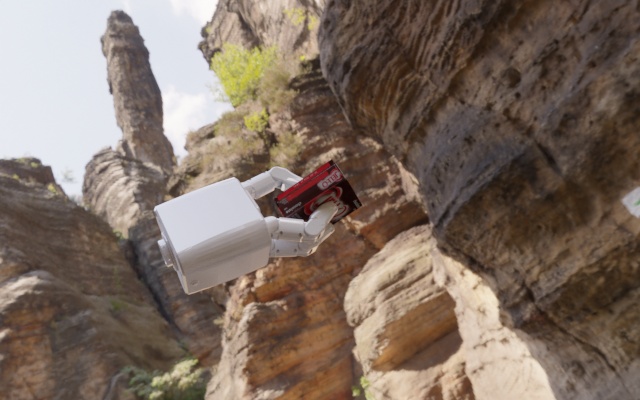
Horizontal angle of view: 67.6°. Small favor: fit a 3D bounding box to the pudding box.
[{"bbox_3d":[0.000,0.002,0.624,0.090,0.039,0.113,-33,-21,4],"label":"pudding box"}]
